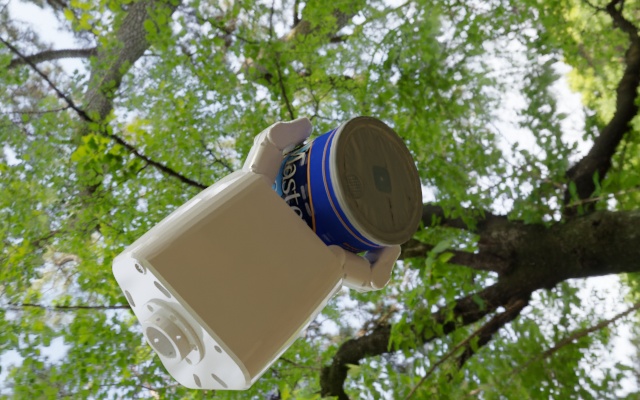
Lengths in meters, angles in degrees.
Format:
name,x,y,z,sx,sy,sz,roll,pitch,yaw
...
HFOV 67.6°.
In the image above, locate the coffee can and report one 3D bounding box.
name,x,y,z,sx,sy,sz,roll,pitch,yaw
coffee can,0.000,0.001,0.409,0.103,0.102,0.140,0,-15,-45
